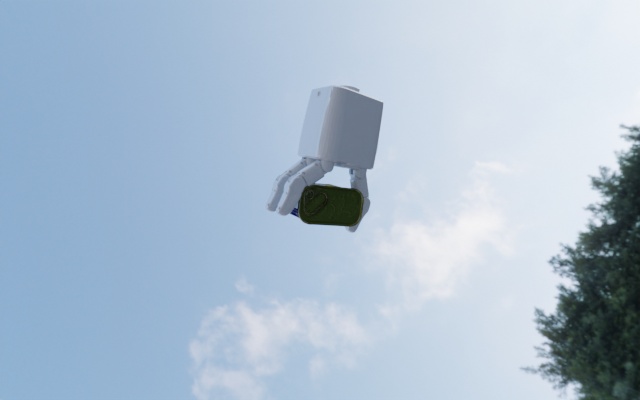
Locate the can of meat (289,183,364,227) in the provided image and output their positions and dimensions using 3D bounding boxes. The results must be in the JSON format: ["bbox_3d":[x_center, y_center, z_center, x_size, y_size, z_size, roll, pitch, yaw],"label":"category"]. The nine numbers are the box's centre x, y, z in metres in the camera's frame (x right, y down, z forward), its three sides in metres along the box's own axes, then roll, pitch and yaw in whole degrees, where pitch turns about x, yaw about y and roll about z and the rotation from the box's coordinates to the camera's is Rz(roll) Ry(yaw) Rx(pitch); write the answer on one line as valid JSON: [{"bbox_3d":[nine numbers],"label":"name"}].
[{"bbox_3d":[0.000,0.002,0.722,0.102,0.057,0.084,4,7,-25],"label":"can of meat"}]
